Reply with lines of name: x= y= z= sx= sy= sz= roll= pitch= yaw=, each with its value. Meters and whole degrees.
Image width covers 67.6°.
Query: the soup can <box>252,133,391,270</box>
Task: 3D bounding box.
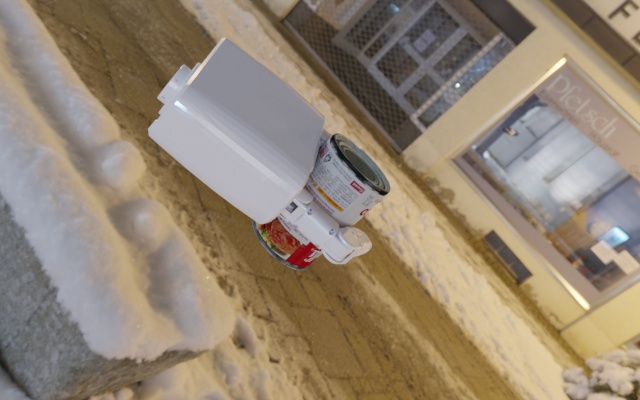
soup can: x=0.001 y=0.001 z=0.405 sx=0.102 sy=0.068 sz=0.068 roll=-44 pitch=-18 yaw=20
